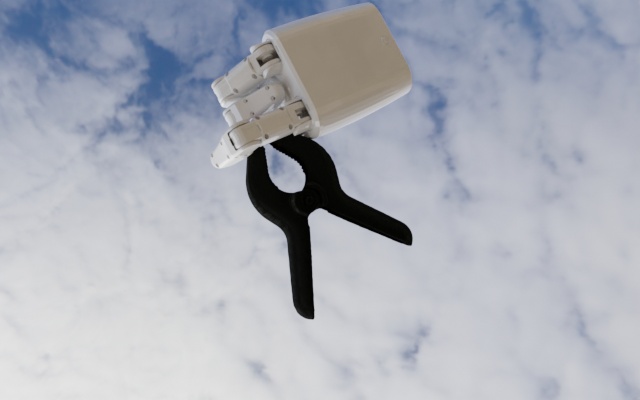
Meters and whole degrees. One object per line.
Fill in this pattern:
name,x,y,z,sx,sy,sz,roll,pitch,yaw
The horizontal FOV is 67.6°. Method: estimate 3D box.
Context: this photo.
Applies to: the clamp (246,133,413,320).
clamp,0.000,0.001,0.413,0.120,0.171,0.039,-26,1,-16
